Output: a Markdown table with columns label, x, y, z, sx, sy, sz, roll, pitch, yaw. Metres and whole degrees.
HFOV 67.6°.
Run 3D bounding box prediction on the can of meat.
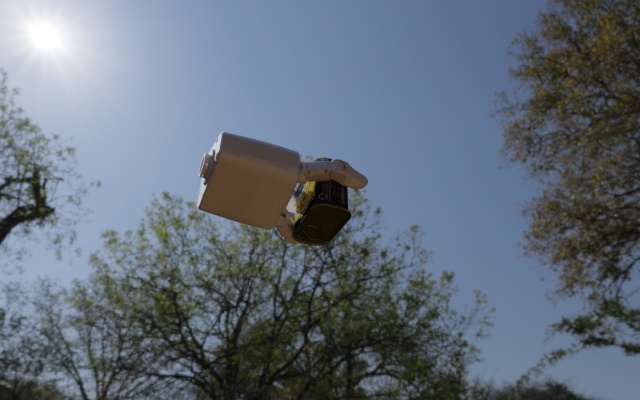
| label | x | y | z | sx | sy | sz | roll | pitch | yaw |
| --- | --- | --- | --- | --- | --- | --- | --- | --- | --- |
| can of meat | 0.000 | 0.002 | 0.671 | 0.057 | 0.084 | 0.102 | 13 | -37 | -19 |
